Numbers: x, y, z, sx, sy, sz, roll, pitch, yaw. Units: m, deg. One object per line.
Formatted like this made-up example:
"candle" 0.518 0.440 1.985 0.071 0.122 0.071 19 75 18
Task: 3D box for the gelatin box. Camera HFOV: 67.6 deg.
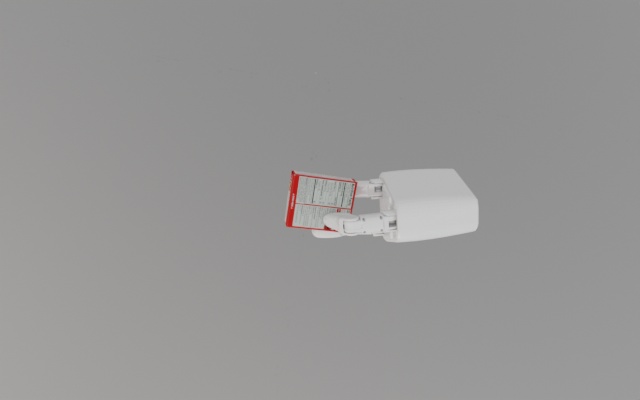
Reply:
"gelatin box" 0.000 0.002 0.644 0.089 0.073 0.030 6 13 -12
